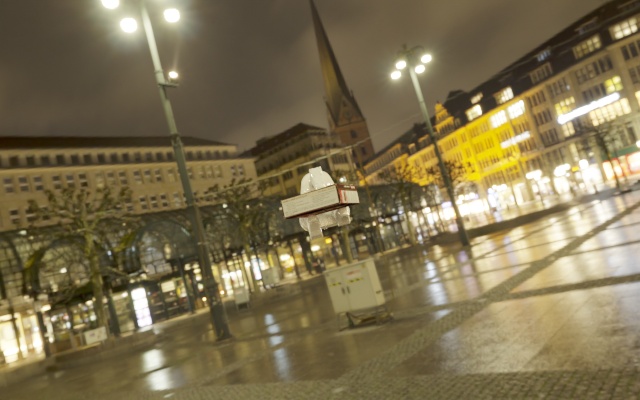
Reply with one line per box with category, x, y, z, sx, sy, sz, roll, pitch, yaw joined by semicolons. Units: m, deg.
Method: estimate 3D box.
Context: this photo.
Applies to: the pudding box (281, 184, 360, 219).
pudding box;0.000;0.003;0.838;0.113;0.039;0.090;-18;-7;24
